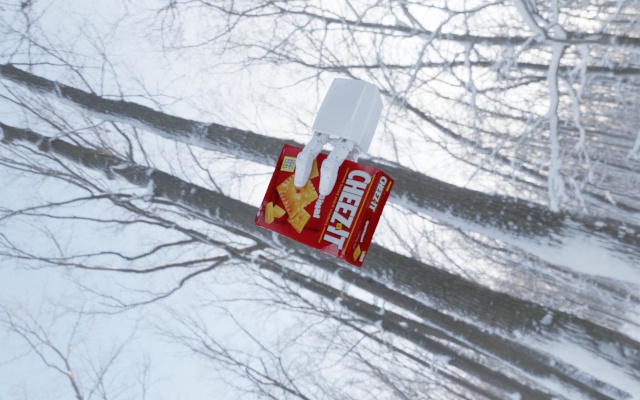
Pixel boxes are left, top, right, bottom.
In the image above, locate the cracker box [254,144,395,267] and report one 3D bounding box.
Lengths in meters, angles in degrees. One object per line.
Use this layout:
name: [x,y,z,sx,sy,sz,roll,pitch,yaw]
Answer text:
cracker box: [0.000,0.003,0.851,0.213,0.164,0.072,19,-5,34]
